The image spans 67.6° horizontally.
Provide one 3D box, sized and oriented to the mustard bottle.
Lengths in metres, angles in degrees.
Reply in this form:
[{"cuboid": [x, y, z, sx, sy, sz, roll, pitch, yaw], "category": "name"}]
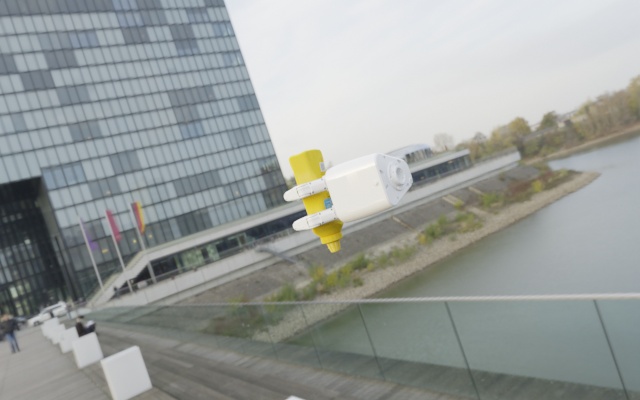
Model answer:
[{"cuboid": [0.000, 0.003, 0.885, 0.058, 0.191, 0.096, -18, 0, 15], "category": "mustard bottle"}]
